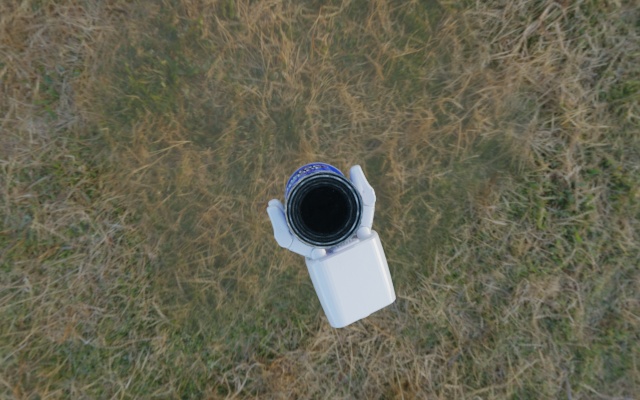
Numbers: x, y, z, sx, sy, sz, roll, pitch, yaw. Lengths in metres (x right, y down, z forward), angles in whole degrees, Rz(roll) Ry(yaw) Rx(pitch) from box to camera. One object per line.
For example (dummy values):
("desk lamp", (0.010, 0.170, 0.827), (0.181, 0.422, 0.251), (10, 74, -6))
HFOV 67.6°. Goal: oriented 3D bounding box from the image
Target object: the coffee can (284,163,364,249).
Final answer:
("coffee can", (0.000, 0.002, 0.679), (0.103, 0.103, 0.140), (0, 9, -4))
